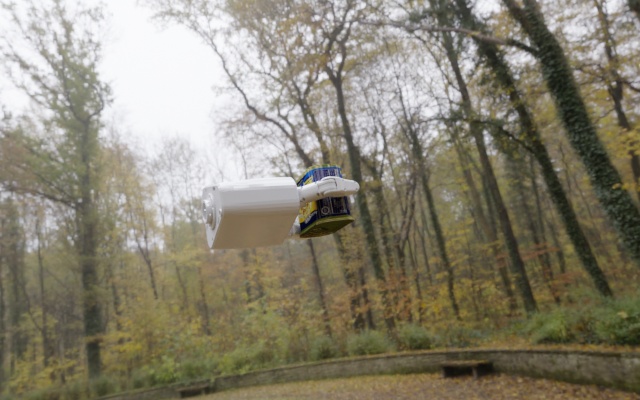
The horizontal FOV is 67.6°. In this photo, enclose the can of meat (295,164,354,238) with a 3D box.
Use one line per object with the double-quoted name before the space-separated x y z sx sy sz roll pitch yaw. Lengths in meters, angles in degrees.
"can of meat" 0.000 0.002 0.699 0.057 0.084 0.102 -5 -15 -24
